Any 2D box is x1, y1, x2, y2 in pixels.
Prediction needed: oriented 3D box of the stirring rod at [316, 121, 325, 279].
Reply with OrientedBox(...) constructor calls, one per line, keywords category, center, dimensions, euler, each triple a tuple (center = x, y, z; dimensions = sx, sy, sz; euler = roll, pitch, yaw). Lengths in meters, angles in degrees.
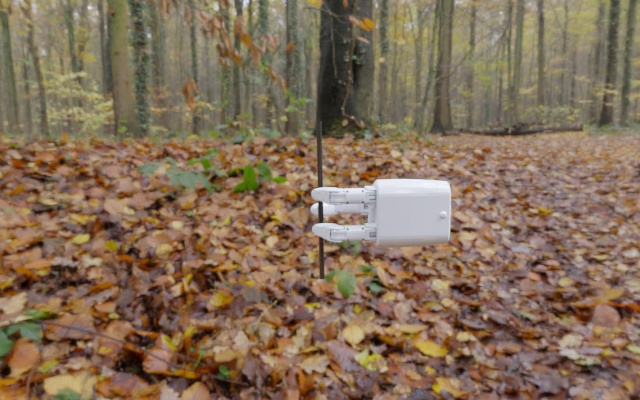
OrientedBox(category="stirring rod", center=(0.000, 0.002, 0.723), dimensions=(0.011, 0.239, 0.011), euler=(-1, 9, 0))
